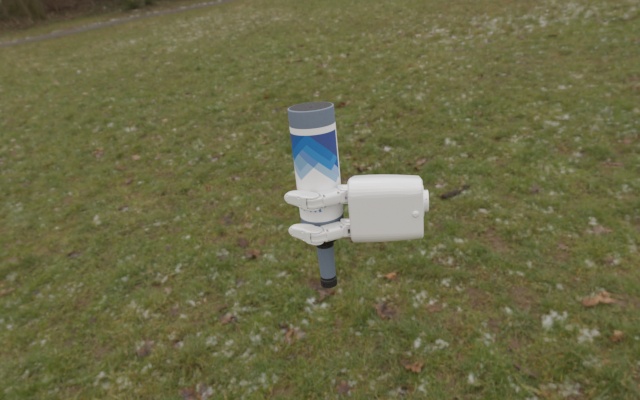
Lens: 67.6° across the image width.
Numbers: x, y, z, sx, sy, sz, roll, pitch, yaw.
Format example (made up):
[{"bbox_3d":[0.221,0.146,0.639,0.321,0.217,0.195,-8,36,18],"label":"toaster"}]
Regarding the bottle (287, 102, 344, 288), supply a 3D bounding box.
[{"bbox_3d":[0.000,0.002,0.732,0.069,0.296,0.069,-5,22,2],"label":"bottle"}]
